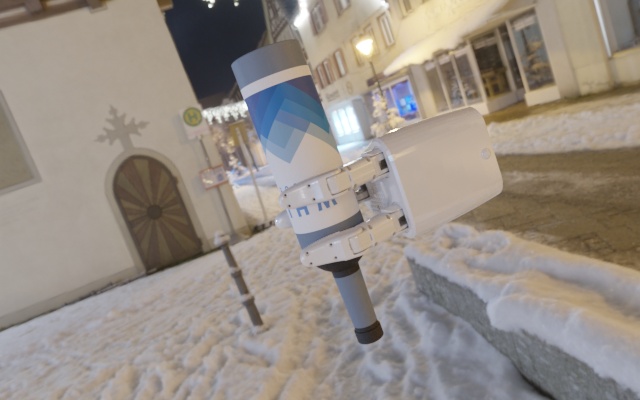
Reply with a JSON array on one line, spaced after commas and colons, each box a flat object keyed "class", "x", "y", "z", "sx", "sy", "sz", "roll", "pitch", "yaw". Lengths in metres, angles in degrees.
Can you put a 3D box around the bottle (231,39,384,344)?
[{"class": "bottle", "x": 0.000, "y": 0.001, "z": 0.459, "sx": 0.069, "sy": 0.296, "sz": 0.069, "roll": -20, "pitch": 8, "yaw": 3}]
